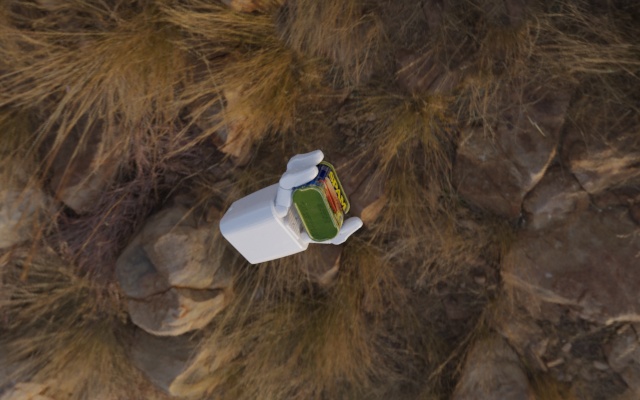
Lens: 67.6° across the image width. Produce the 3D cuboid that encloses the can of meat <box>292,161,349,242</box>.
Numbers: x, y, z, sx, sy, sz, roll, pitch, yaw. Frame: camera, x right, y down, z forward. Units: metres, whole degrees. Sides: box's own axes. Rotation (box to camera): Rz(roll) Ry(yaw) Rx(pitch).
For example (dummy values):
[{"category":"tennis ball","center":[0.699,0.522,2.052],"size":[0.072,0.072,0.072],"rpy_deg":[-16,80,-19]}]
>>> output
[{"category":"can of meat","center":[0.000,0.003,0.747],"size":[0.057,0.102,0.084],"rpy_deg":[-15,24,21]}]
